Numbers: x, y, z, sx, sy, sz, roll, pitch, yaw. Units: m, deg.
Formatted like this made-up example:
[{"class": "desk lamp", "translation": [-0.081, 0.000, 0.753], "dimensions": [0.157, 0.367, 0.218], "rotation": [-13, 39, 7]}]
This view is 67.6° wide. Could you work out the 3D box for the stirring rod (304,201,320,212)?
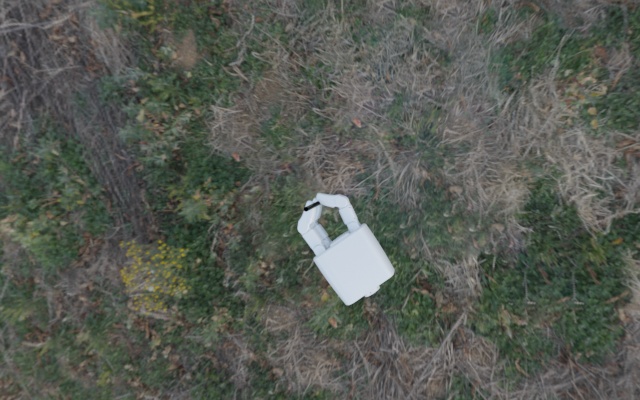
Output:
[{"class": "stirring rod", "translation": [0.000, 0.003, 0.899], "dimensions": [0.011, 0.011, 0.239], "rotation": [0, 5, 12]}]
